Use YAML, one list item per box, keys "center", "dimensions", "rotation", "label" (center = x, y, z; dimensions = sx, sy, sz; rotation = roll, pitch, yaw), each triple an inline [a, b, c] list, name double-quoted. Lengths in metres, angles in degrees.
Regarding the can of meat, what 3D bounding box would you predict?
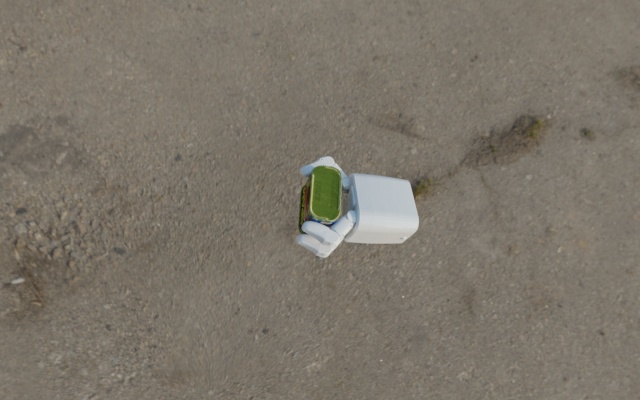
- center: [0.000, 0.002, 0.794]
  dimensions: [0.057, 0.102, 0.084]
  rotation: [8, -24, -10]
  label: "can of meat"
